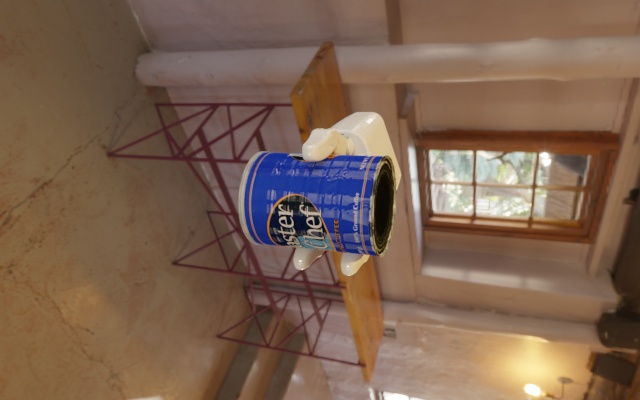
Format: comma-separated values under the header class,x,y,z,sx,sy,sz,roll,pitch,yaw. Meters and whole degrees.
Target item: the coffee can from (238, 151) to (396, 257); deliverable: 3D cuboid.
class,x,y,z,sx,sy,sz,roll,pitch,yaw
coffee can,0.000,0.002,0.501,0.140,0.103,0.103,4,1,20
